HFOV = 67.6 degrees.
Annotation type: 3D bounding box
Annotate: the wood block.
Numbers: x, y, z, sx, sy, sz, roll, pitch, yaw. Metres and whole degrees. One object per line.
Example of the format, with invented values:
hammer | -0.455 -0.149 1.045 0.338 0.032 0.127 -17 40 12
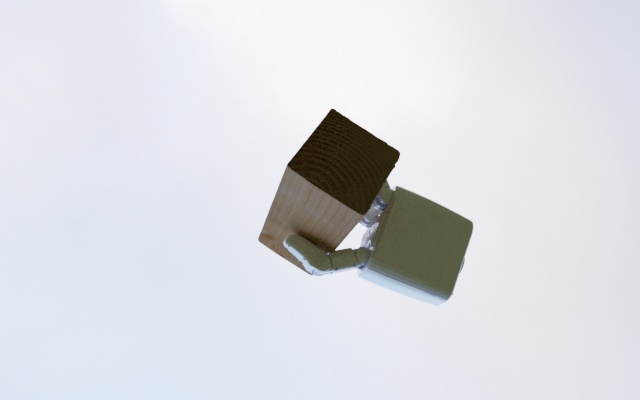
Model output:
wood block | 0.000 0.002 0.558 0.090 0.090 0.206 33 -29 1
